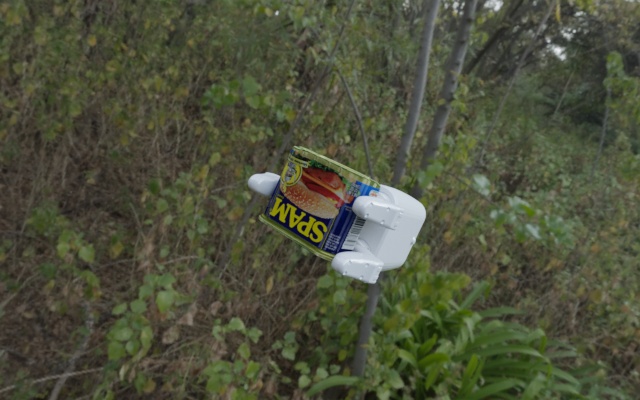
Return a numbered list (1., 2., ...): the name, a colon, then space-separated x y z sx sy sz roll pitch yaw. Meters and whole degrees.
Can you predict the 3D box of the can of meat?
1. can of meat: 0.000 0.001 0.471 0.102 0.084 0.057 28 8 33
